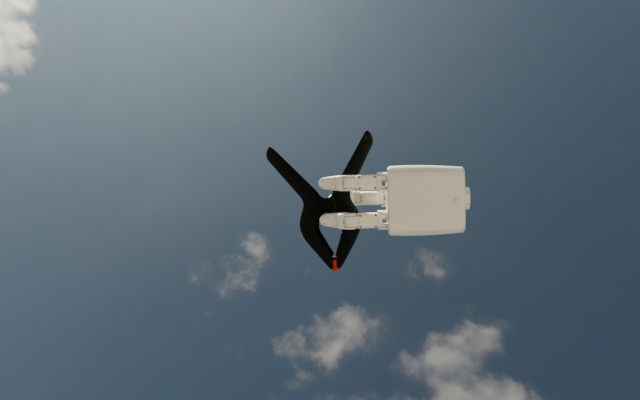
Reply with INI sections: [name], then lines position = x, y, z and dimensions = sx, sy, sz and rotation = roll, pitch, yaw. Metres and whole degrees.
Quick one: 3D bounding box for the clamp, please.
[clamp]
position = 0.001, 0.003, 0.731
dimensions = 0.164, 0.210, 0.036
rotation = -1, 5, 12
